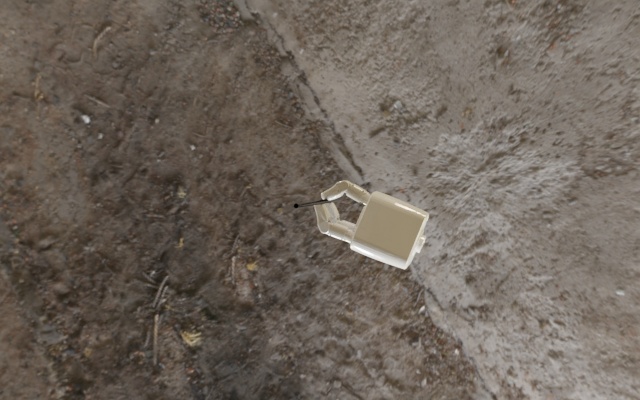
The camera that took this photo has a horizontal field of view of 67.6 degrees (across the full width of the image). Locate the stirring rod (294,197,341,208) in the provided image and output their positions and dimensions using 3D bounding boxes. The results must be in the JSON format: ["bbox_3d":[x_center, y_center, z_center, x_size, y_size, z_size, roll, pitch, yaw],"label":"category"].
[{"bbox_3d":[0.000,0.003,0.859,0.011,0.011,0.239,0,3,19],"label":"stirring rod"}]
